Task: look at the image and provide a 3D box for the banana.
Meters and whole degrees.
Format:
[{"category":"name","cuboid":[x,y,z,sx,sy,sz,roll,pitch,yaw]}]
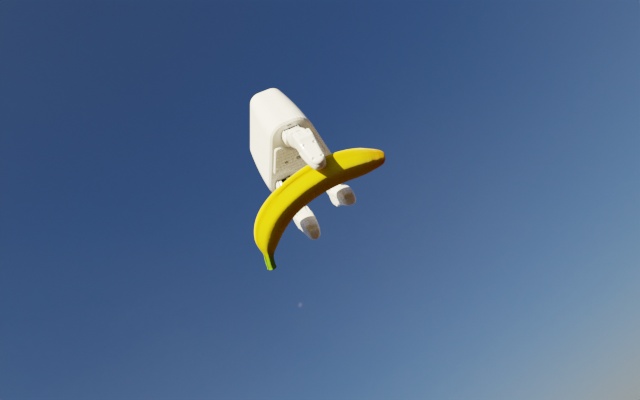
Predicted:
[{"category":"banana","cuboid":[-0.013,-0.006,0.563,0.070,0.198,0.037,43,7,-37]}]
